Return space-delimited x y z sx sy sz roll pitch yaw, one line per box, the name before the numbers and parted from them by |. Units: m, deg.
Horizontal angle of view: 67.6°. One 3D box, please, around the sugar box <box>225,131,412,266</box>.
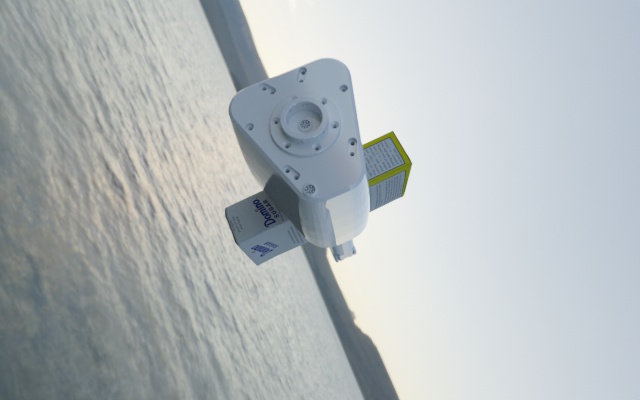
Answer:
sugar box | 0.000 0.001 0.475 0.176 0.048 0.093 -22 -20 -4
